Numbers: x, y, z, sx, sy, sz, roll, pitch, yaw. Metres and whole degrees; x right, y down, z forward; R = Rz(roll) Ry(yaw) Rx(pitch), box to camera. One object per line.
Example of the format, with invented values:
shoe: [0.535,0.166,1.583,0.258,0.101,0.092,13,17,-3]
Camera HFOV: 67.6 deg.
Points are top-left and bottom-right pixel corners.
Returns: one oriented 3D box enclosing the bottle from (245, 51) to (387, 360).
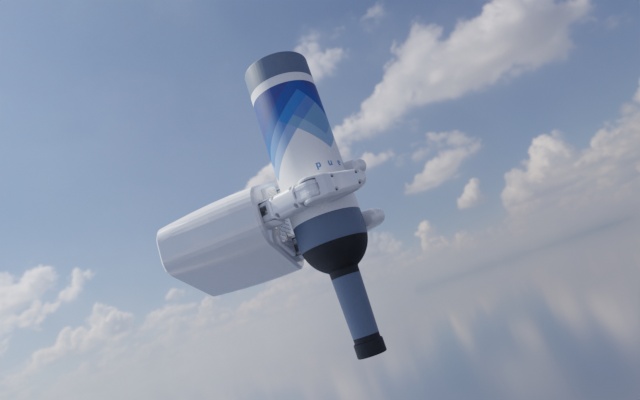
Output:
bottle: [0.000,0.001,0.457,0.069,0.295,0.069,-18,-14,-4]
